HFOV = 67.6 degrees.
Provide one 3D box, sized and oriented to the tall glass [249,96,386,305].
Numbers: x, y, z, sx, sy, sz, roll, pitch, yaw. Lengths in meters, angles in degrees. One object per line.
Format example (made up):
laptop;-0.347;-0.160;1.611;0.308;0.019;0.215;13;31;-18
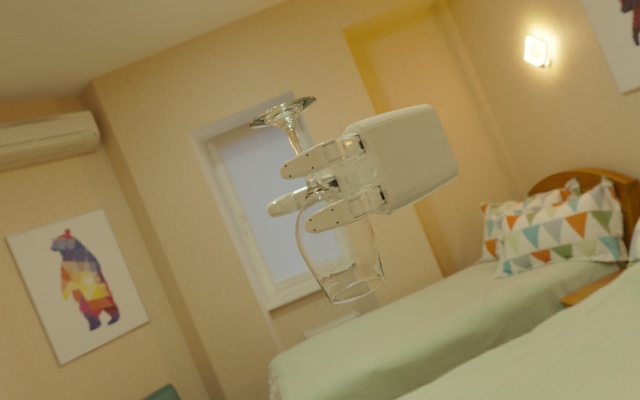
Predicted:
tall glass;0.000;0.001;0.488;0.079;0.201;0.079;-22;1;0
